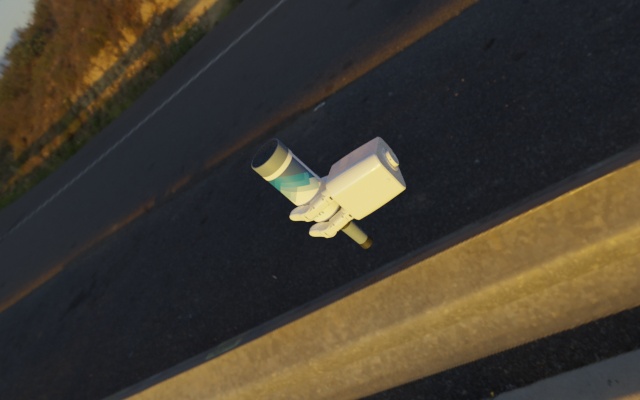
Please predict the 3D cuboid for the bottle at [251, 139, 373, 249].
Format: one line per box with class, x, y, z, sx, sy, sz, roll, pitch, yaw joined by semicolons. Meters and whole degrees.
bottle;0.000;0.003;0.892;0.296;0.069;0.069;41;-24;-30
